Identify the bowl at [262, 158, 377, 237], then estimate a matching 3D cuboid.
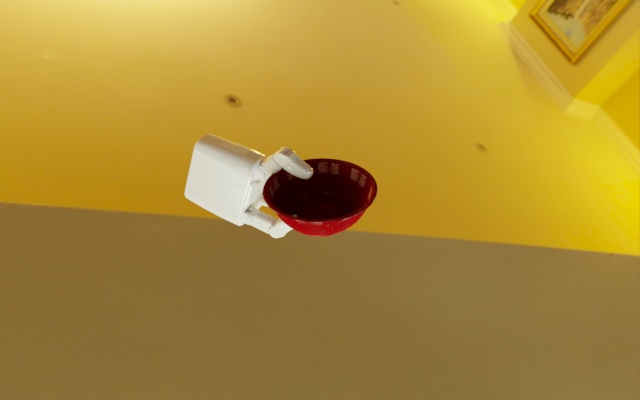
[{"bbox_3d":[0.001,0.003,0.685,0.162,0.055,0.162,-2,35,1],"label":"bowl"}]
